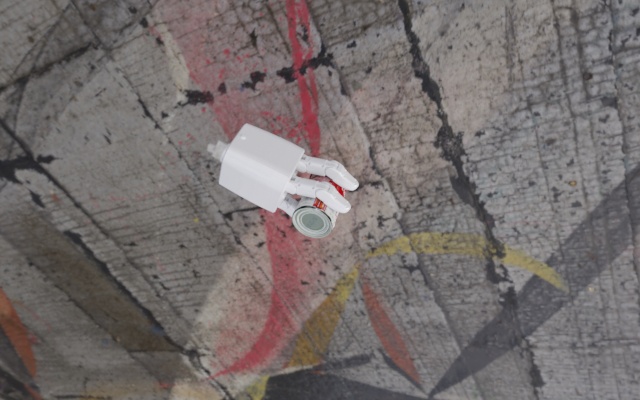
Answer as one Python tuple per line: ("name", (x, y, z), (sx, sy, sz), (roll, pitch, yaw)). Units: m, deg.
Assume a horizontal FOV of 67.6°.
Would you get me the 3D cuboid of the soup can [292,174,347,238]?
("soup can", (0.000, 0.003, 0.775), (0.068, 0.069, 0.102), (0, 40, 21))
